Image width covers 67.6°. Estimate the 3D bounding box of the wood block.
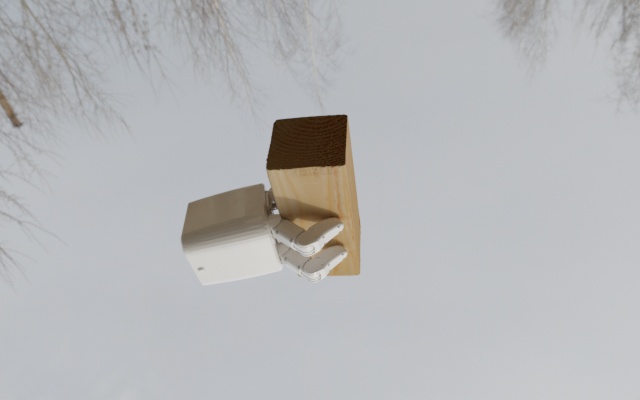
[{"bbox_3d":[0.000,0.002,0.609,0.090,0.090,0.206,-3,-42,7],"label":"wood block"}]
